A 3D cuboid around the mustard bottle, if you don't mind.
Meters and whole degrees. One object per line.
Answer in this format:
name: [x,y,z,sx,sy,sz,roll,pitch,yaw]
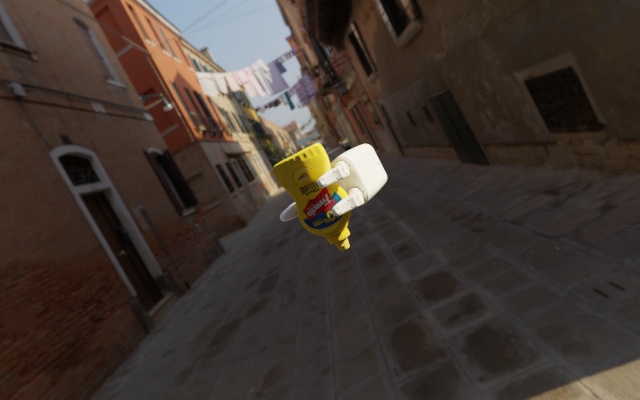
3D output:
mustard bottle: [0.000,0.003,0.847,0.096,0.191,0.058,-27,6,12]
